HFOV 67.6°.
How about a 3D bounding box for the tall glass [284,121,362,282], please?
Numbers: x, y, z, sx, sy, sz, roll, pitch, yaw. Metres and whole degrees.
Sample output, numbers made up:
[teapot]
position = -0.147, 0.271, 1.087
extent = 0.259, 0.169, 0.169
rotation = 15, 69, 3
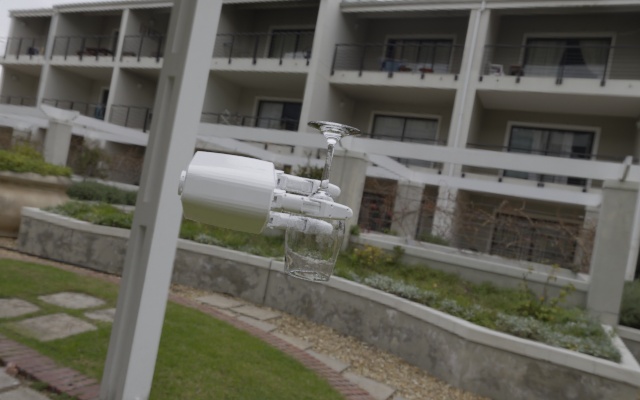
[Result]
[tall glass]
position = 0.000, 0.001, 0.631
extent = 0.079, 0.201, 0.079
rotation = 10, 0, 0
